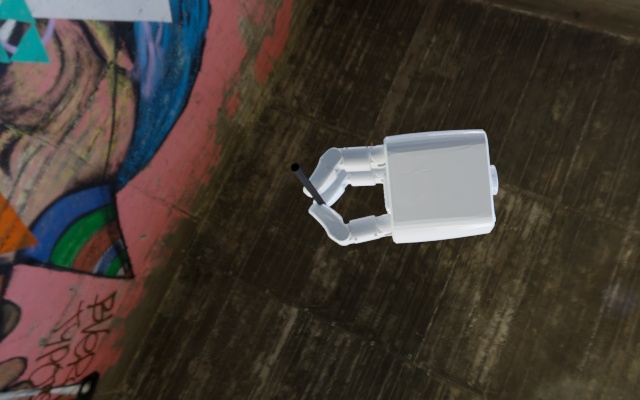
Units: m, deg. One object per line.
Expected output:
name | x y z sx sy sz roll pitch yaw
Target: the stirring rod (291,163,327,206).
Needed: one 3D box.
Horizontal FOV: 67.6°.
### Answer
stirring rod | 0.000 0.002 0.543 0.011 0.011 0.239 0 -15 11
